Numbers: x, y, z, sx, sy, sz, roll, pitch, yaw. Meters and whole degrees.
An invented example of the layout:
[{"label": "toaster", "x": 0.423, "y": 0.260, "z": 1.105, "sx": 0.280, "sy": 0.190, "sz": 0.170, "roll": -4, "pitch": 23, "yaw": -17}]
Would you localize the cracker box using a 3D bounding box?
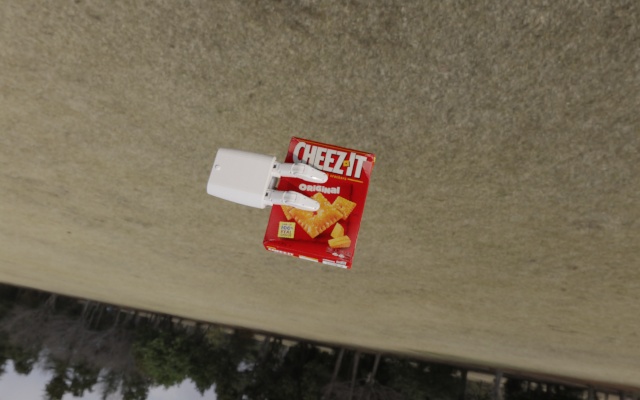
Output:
[{"label": "cracker box", "x": 0.000, "y": 0.003, "z": 0.884, "sx": 0.164, "sy": 0.213, "sz": 0.072, "roll": 13, "pitch": -16, "yaw": 4}]
